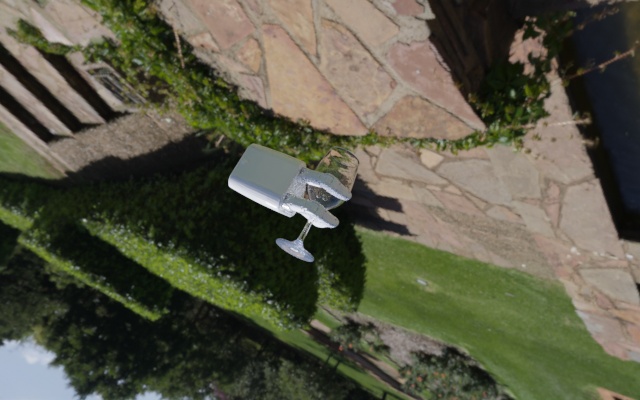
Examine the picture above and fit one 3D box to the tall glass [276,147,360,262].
[{"bbox_3d":[0.000,0.003,0.844,0.079,0.201,0.079,25,-20,10],"label":"tall glass"}]
